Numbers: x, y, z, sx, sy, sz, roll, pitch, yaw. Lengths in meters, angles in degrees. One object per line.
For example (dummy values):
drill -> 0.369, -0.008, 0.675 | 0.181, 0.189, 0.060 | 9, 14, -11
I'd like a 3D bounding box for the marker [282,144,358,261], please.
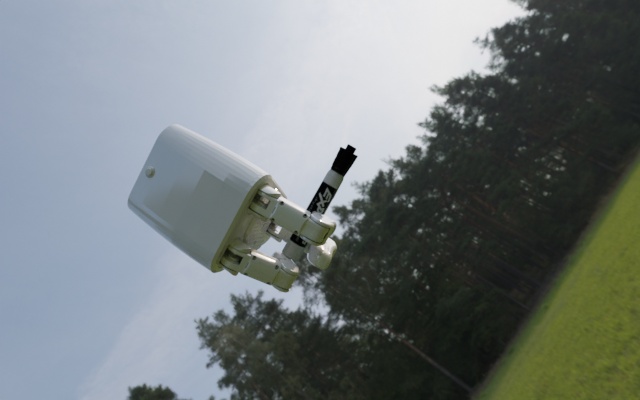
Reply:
marker -> 0.000, 0.002, 0.453 | 0.020, 0.121, 0.020 | 29, 7, -4
